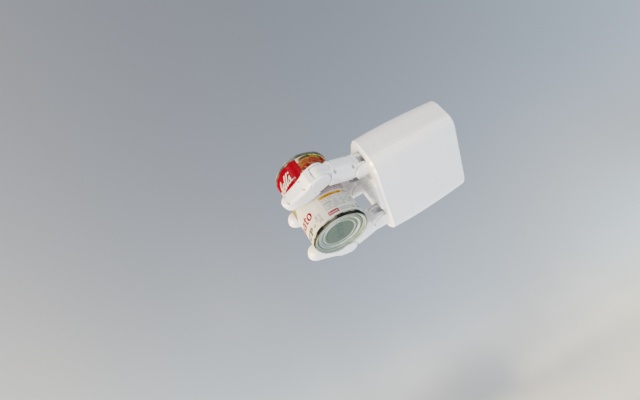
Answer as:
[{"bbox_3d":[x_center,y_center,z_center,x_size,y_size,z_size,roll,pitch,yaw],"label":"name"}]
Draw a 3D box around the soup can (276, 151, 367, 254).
[{"bbox_3d":[0.000,0.002,0.546,0.068,0.068,0.102,0,43,-40],"label":"soup can"}]
